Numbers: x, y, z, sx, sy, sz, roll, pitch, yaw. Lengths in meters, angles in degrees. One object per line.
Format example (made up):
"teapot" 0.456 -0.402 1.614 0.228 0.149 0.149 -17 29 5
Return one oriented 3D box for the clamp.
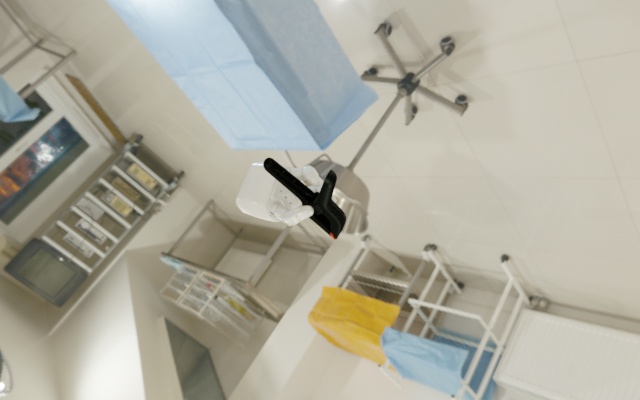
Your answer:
"clamp" 0.000 0.004 0.886 0.164 0.036 0.210 11 -34 45
